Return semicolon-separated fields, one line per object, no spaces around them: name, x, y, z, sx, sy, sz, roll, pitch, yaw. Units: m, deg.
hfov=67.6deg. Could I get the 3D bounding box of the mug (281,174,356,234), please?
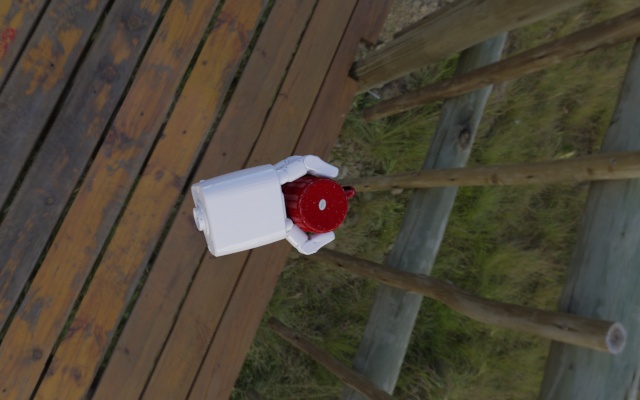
mug;0.001;0.002;0.723;0.117;0.093;0.081;-17;10;-22
